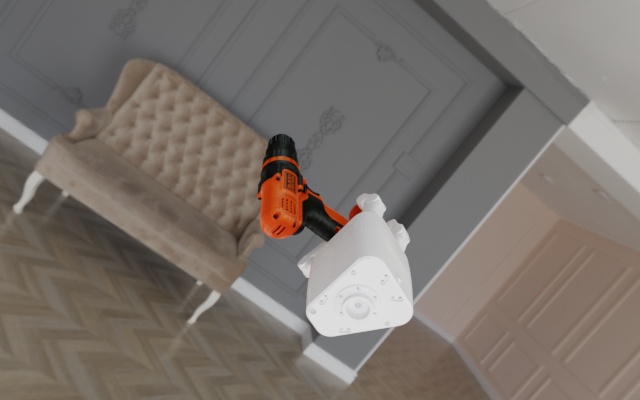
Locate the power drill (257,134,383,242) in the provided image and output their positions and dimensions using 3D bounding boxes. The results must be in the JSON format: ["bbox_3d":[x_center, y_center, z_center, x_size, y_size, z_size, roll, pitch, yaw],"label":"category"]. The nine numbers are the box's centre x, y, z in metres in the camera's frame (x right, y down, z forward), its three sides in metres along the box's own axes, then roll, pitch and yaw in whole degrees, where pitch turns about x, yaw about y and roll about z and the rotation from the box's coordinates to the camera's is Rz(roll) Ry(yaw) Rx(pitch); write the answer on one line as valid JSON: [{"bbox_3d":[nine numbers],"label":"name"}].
[{"bbox_3d":[0.001,0.003,0.658,0.188,0.184,0.057,27,-52,-25],"label":"power drill"}]
